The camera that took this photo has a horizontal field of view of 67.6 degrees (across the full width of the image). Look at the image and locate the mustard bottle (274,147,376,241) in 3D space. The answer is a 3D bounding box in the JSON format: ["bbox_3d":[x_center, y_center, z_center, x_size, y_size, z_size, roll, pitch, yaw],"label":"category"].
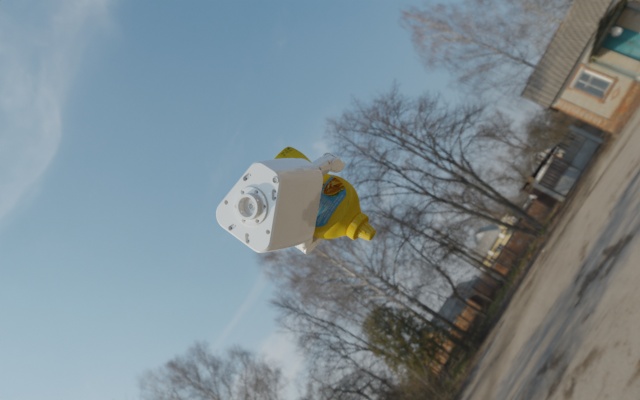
[{"bbox_3d":[0.000,0.002,0.719,0.191,0.096,0.058,33,-7,21],"label":"mustard bottle"}]
